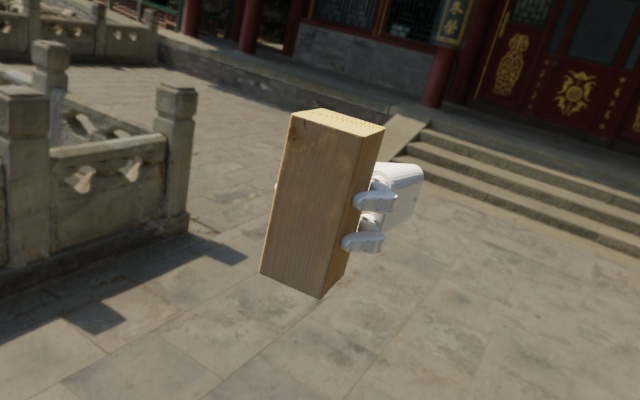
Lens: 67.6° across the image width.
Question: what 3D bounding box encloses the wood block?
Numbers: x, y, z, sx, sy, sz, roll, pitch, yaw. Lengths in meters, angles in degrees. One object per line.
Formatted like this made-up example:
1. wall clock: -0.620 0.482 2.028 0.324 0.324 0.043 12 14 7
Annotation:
1. wood block: 0.000 0.002 0.587 0.091 0.206 0.090 21 22 18
